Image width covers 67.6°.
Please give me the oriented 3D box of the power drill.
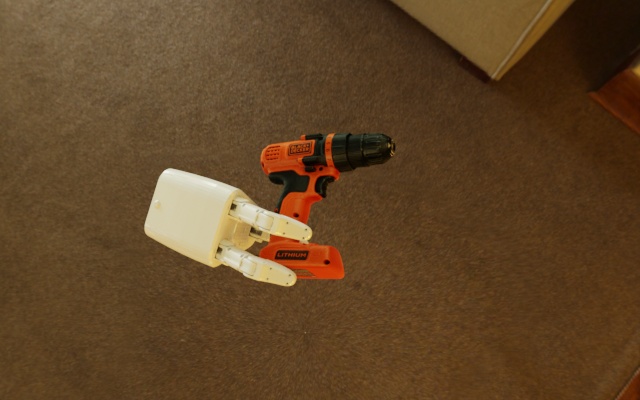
[{"bbox_3d":[0.000,0.002,0.600,0.184,0.187,0.057,-5,-27,26],"label":"power drill"}]
